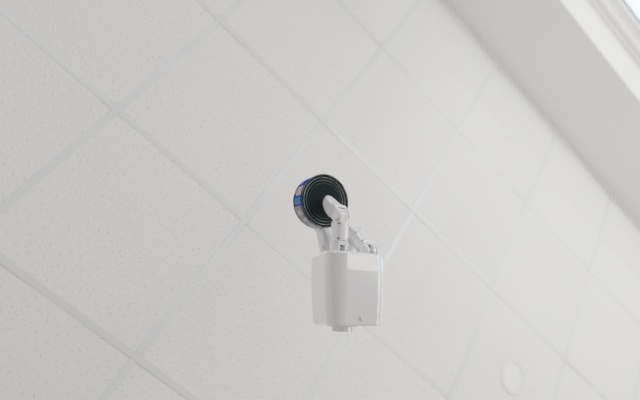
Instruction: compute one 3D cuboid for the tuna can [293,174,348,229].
[{"bbox_3d":[0.000,0.003,0.764,0.086,0.086,0.034,0,-8,-30],"label":"tuna can"}]
